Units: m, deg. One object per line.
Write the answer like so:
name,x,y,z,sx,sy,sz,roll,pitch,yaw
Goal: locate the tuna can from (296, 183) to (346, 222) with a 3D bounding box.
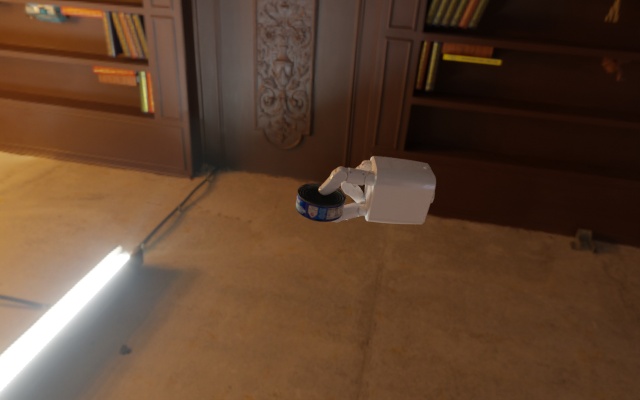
tuna can,0.000,0.003,0.837,0.086,0.034,0.086,7,27,-4
